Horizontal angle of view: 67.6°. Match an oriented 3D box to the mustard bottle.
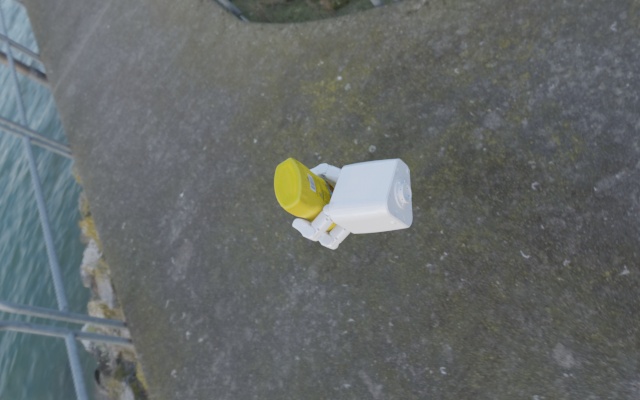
[{"bbox_3d":[0.000,0.003,0.847,0.058,0.096,0.192,-31,-36,23],"label":"mustard bottle"}]
